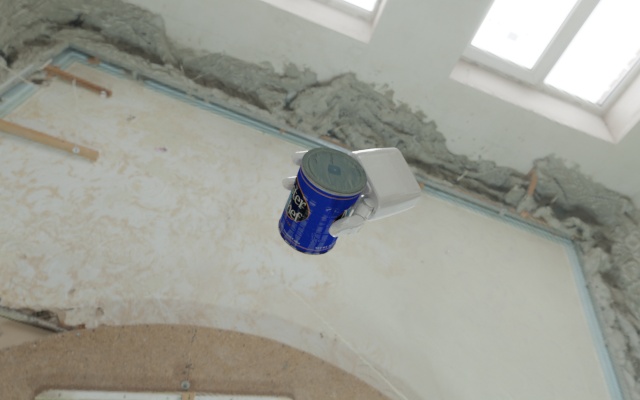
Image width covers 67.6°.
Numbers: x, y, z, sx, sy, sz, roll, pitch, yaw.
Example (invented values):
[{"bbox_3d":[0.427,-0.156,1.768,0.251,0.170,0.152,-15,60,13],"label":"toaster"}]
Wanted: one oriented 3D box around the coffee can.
[{"bbox_3d":[0.000,0.002,0.751,0.103,0.140,0.102,14,41,-12],"label":"coffee can"}]
